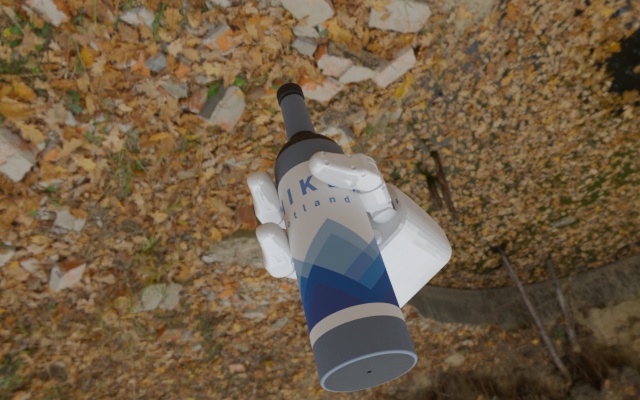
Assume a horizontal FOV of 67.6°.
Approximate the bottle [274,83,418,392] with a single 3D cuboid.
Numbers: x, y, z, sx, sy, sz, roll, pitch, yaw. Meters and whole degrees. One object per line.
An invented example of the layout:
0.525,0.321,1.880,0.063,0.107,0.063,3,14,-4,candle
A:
0.000,0.001,0.402,0.069,0.295,0.069,-10,-38,-8,bottle
